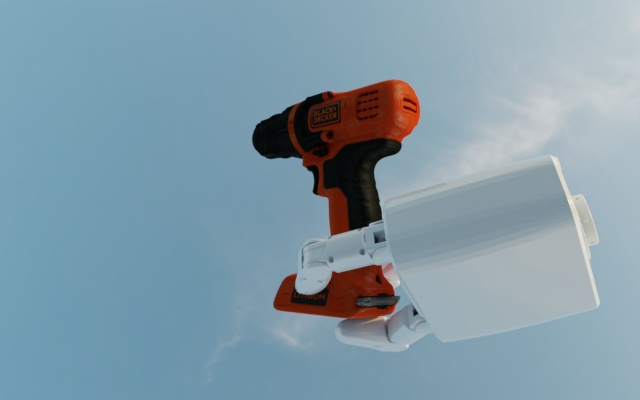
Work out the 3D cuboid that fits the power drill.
[{"bbox_3d":[0.000,0.002,0.411,0.057,0.187,0.184,6,-8,-43],"label":"power drill"}]
